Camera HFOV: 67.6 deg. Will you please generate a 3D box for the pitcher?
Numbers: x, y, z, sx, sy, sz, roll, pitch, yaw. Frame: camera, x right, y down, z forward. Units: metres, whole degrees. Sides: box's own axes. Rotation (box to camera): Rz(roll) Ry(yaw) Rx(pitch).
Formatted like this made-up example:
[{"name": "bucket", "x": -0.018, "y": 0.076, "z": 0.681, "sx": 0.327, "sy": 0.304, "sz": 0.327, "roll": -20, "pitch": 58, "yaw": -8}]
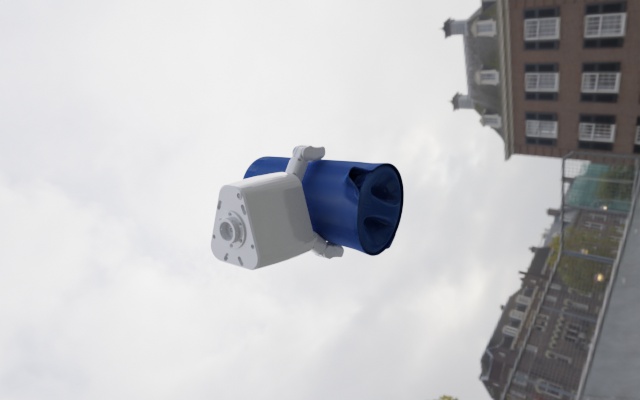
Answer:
[{"name": "pitcher", "x": 0.000, "y": 0.002, "z": 0.745, "sx": 0.243, "sy": 0.149, "sz": 0.145, "roll": 11, "pitch": 16, "yaw": 36}]
